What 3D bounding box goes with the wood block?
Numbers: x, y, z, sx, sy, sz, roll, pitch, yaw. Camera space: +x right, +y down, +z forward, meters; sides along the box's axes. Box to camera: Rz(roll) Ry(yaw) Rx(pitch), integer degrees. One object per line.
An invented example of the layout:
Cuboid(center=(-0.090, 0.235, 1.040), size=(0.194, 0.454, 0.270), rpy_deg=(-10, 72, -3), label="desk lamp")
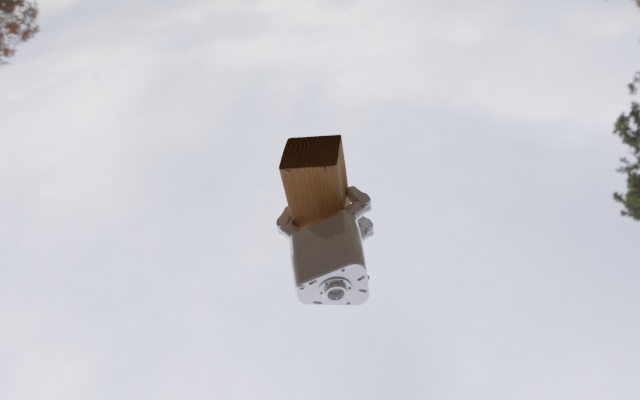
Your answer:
Cuboid(center=(0.000, 0.003, 0.796), size=(0.091, 0.206, 0.090), rpy_deg=(-2, 39, 10), label="wood block")
